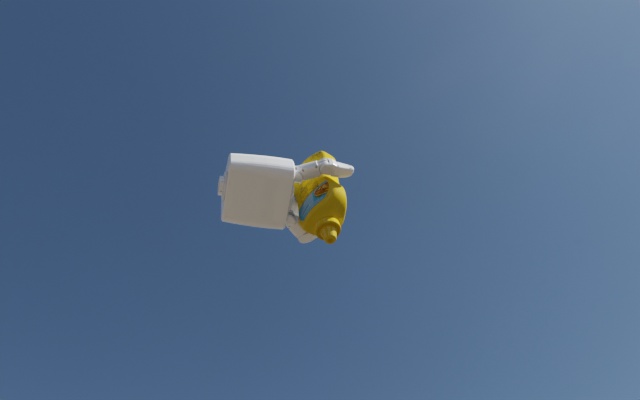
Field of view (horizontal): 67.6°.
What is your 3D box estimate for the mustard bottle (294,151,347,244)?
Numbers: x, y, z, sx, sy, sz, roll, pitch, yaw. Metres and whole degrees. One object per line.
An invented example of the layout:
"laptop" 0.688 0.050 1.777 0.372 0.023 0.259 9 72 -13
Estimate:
"mustard bottle" 0.000 0.003 0.804 0.058 0.096 0.191 30 27 -29
